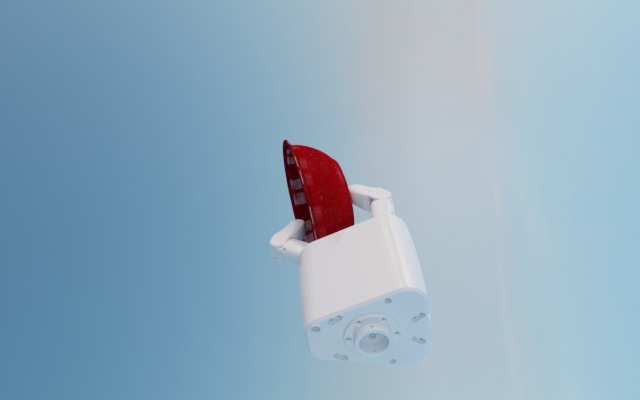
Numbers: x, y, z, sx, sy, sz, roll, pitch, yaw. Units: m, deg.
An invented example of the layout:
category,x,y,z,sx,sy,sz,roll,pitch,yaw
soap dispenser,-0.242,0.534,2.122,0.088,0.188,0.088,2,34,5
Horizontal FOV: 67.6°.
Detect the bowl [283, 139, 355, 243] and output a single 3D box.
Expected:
category,x,y,z,sx,sy,sz,roll,pitch,yaw
bowl,0.000,0.001,0.566,0.055,0.162,0.162,-14,2,-9
